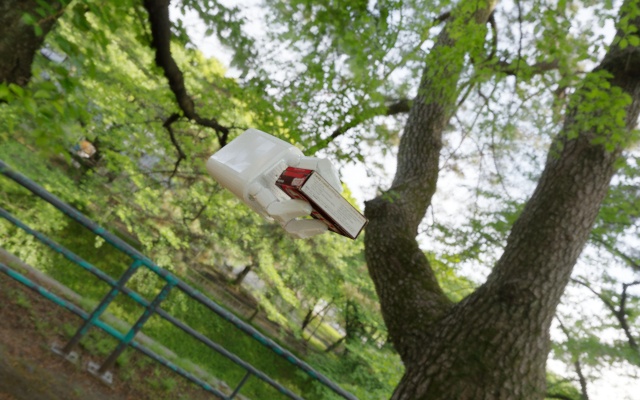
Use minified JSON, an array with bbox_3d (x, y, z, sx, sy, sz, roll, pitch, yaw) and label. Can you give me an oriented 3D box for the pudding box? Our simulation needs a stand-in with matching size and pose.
[{"bbox_3d":[0.000,0.002,0.656,0.113,0.039,0.090,40,-10,-24],"label":"pudding box"}]
